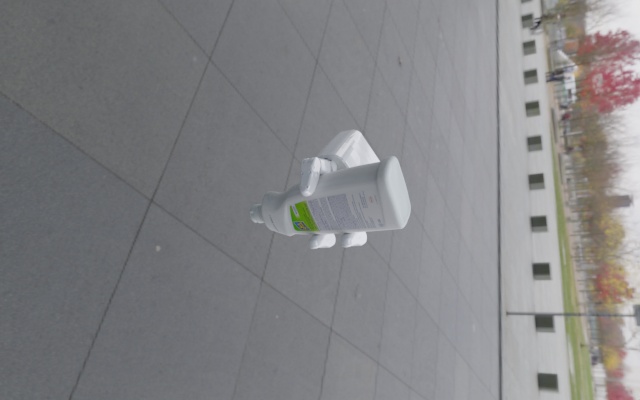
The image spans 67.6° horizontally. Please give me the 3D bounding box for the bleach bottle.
[{"bbox_3d":[0.000,0.002,0.713,0.251,0.103,0.068,-6,29,28],"label":"bleach bottle"}]
